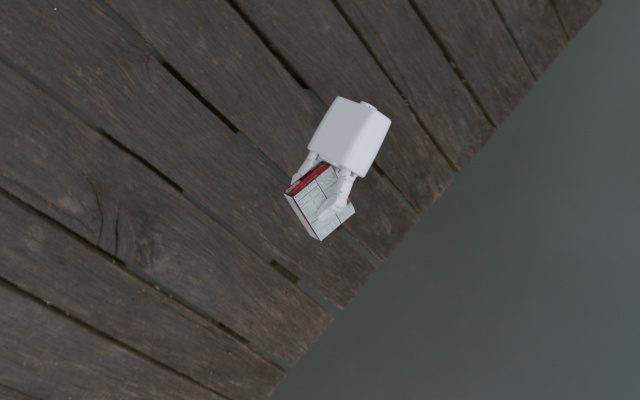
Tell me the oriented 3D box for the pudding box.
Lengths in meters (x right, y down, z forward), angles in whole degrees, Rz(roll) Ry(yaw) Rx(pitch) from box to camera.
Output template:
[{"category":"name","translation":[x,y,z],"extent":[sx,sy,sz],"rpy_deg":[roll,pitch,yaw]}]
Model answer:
[{"category":"pudding box","translation":[0.000,0.003,0.824],"extent":[0.090,0.113,0.039],"rpy_deg":[-39,31,-14]}]
